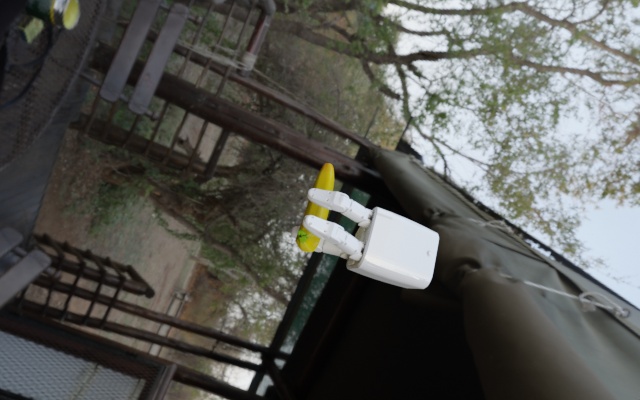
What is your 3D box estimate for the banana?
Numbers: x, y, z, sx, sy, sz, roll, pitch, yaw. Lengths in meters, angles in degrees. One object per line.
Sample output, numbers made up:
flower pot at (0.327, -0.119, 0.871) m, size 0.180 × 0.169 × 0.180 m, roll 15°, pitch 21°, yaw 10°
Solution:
banana at (-0.006, 0.018, 0.738) m, size 0.037 × 0.070 × 0.197 m, roll 19°, pitch 37°, yaw -2°
